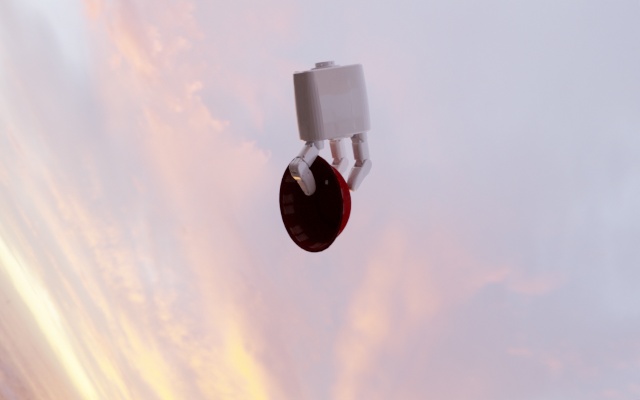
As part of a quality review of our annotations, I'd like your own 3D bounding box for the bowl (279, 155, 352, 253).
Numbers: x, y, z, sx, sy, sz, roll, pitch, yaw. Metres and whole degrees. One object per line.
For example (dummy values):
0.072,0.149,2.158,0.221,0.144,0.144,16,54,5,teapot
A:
0.000,0.004,0.785,0.055,0.162,0.162,-5,3,-41,bowl
